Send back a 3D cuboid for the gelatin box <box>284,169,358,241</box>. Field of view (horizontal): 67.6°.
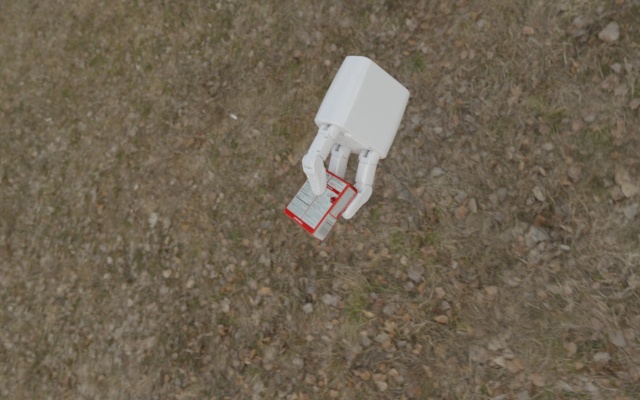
[{"bbox_3d":[0.000,0.002,0.681,0.073,0.089,0.030,35,-2,43],"label":"gelatin box"}]
